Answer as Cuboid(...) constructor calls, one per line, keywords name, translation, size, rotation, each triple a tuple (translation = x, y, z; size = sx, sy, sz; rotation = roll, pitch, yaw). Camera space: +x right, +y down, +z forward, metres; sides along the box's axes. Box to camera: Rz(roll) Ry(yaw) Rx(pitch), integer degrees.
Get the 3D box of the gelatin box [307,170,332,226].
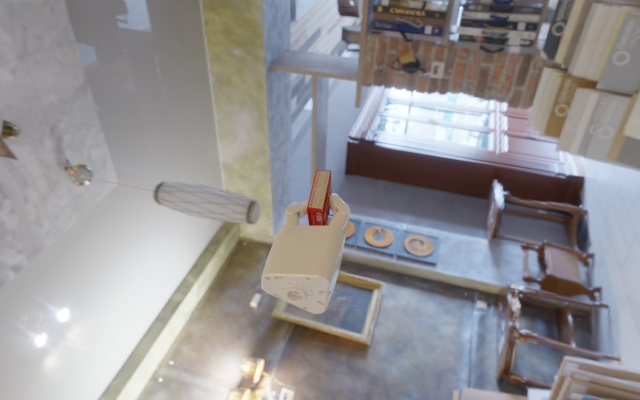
Cuboid(name="gelatin box", translation=(0.000, 0.002, 0.835), size=(0.030, 0.089, 0.073), rotation=(7, -36, 7))
